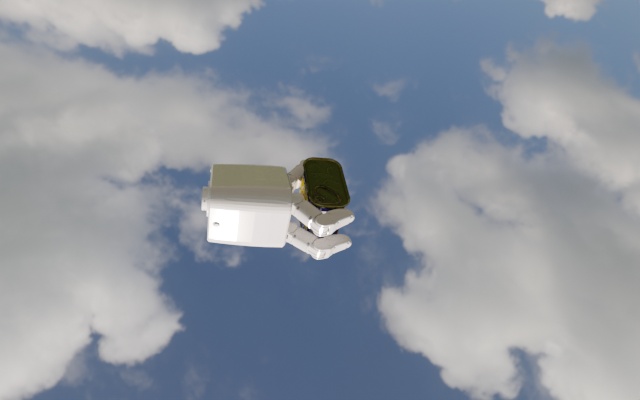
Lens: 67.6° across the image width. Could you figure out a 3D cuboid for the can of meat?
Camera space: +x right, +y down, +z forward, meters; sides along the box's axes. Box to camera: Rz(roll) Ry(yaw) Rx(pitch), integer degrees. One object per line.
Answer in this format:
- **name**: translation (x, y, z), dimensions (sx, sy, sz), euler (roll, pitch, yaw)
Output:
- **can of meat**: translation (0.000, 0.002, 0.687), dimensions (0.057, 0.084, 0.102), euler (2, 43, -14)
